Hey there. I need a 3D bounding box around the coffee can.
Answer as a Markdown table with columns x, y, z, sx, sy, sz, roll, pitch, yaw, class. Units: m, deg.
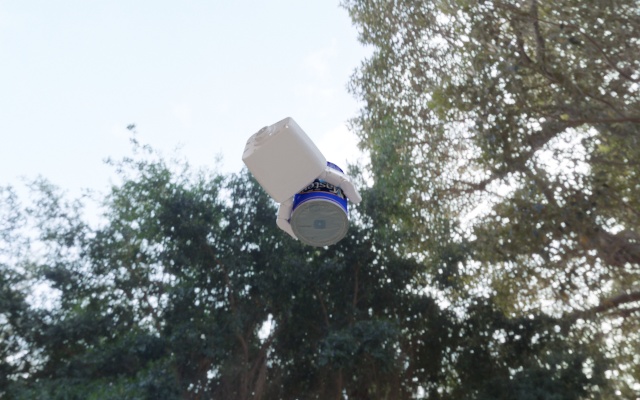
| x | y | z | sx | sy | sz | roll | pitch | yaw | class |
| --- | --- | --- | --- | --- | --- | --- | --- | --- | --- |
| 0.000 | 0.003 | 0.893 | 0.103 | 0.103 | 0.140 | 0 | 35 | 1 | coffee can |
